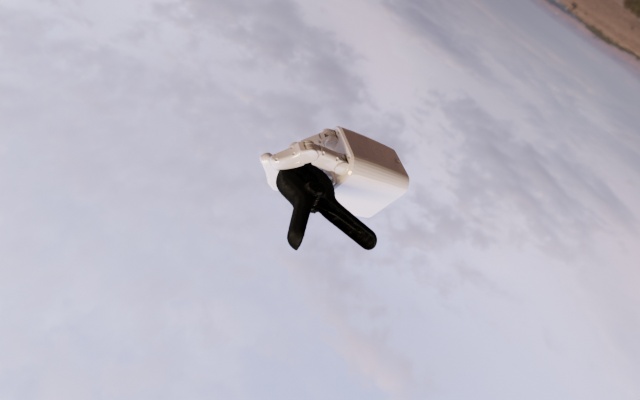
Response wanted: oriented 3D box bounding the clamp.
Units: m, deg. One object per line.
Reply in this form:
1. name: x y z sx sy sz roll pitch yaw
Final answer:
1. clamp: 0.000 0.002 0.602 0.120 0.171 0.039 15 -53 -30
